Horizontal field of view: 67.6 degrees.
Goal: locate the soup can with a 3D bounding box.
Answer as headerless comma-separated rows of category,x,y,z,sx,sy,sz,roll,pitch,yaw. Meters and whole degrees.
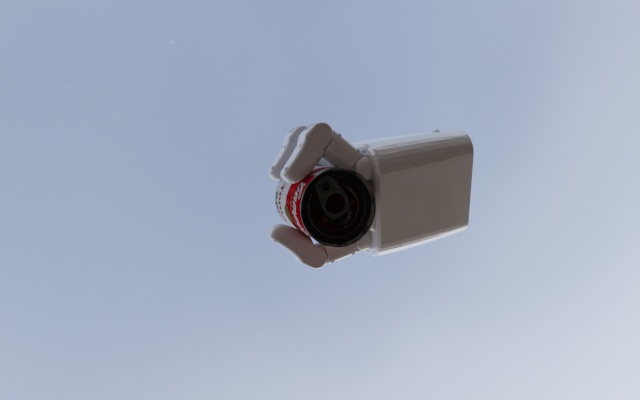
soup can,0.000,0.002,0.448,0.068,0.068,0.102,0,5,-18
